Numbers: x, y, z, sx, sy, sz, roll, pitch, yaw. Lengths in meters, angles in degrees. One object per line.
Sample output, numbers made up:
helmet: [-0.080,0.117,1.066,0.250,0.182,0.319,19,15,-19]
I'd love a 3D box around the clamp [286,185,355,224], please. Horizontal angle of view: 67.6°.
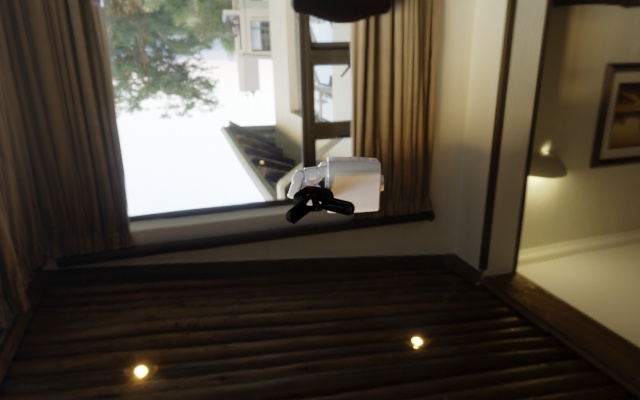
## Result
clamp: [0.000,0.003,0.890,0.120,0.039,0.171,0,18,0]
